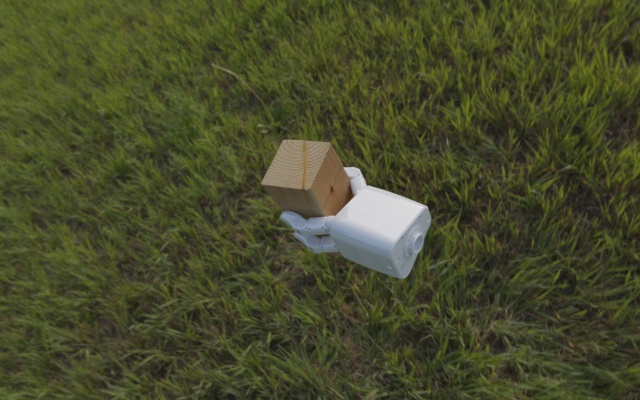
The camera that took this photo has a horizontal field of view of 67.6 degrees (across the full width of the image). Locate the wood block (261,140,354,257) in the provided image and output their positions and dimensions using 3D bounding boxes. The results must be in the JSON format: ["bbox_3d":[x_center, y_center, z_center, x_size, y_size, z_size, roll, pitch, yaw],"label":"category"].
[{"bbox_3d":[0.001,0.002,0.788,0.090,0.090,0.206,8,-31,30],"label":"wood block"}]
